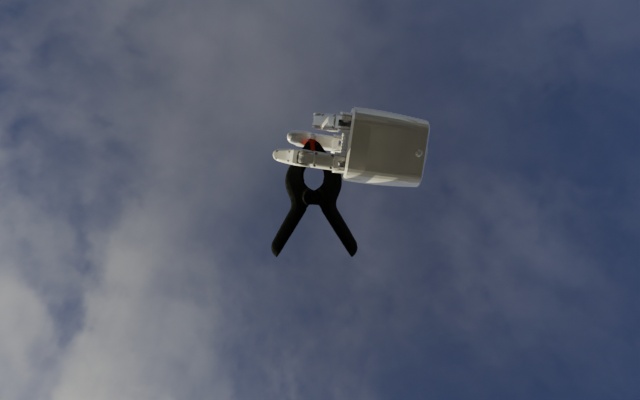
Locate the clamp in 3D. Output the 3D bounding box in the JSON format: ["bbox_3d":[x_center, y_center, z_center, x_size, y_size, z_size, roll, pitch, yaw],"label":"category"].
[{"bbox_3d":[0.000,0.002,0.670,0.120,0.171,0.039,8,5,-4],"label":"clamp"}]
